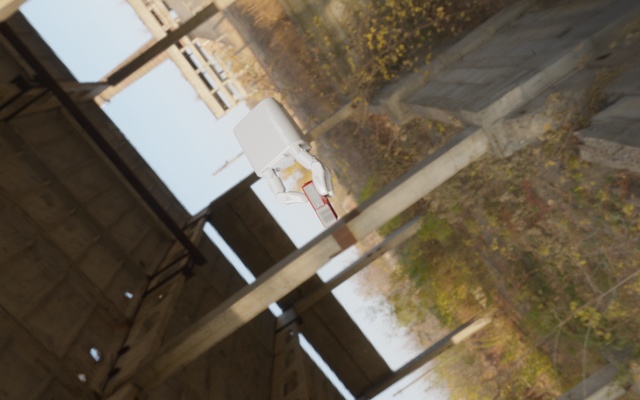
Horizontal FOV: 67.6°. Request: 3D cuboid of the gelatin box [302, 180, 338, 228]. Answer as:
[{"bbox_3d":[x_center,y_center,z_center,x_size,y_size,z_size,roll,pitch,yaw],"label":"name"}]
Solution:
[{"bbox_3d":[0.000,0.003,0.886,0.030,0.089,0.073,-30,2,4],"label":"gelatin box"}]
